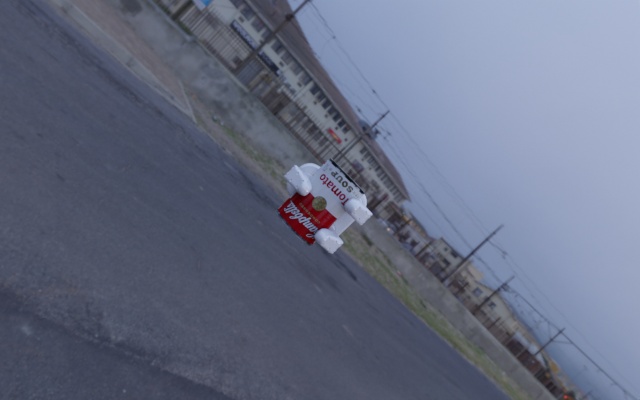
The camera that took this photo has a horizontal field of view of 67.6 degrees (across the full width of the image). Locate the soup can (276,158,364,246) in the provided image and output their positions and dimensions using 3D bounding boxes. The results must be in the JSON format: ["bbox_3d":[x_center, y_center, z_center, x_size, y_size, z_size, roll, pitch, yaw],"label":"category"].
[{"bbox_3d":[0.000,0.002,0.635,0.102,0.068,0.068,-44,-4,4],"label":"soup can"}]
